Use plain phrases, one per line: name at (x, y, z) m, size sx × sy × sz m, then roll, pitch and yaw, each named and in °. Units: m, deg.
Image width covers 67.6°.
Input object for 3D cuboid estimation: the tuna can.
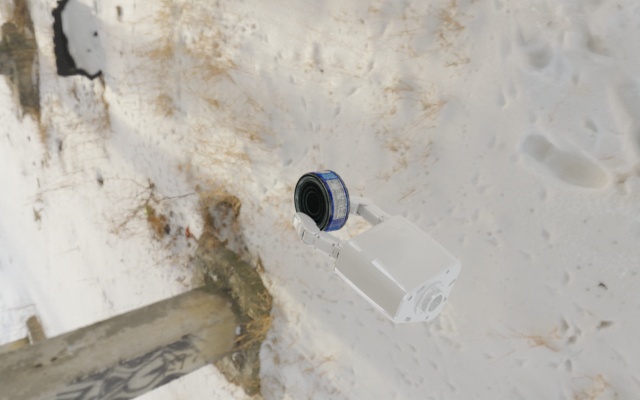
tuna can at (0.000, 0.002, 0.649) m, size 0.034 × 0.086 × 0.086 m, roll -10°, pitch 6°, yaw -36°
